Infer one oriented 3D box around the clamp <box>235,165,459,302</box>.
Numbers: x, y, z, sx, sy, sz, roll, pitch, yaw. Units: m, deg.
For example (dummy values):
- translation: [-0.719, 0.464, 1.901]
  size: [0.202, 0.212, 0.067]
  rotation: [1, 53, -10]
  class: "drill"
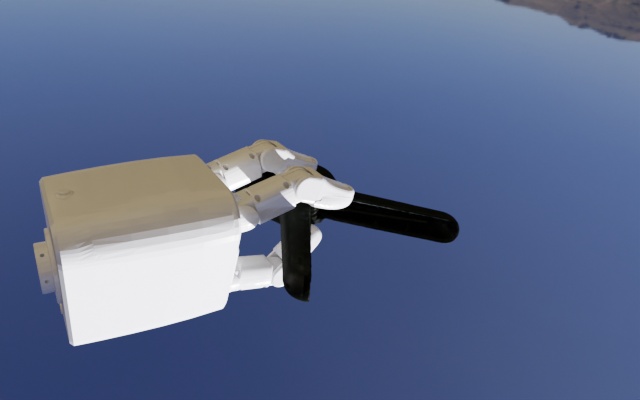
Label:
- translation: [-0.001, 0.002, 0.408]
  size: [0.164, 0.036, 0.210]
  rotation: [-9, 30, -32]
  class: "clamp"
